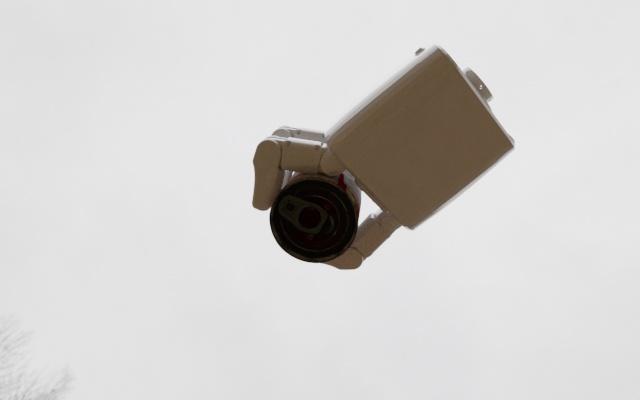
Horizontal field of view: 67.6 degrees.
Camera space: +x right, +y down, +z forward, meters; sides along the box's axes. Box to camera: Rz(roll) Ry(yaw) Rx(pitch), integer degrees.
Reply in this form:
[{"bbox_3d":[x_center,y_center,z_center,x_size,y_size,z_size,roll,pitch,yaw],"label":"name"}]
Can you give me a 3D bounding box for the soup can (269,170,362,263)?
[{"bbox_3d":[0.000,0.002,0.407,0.068,0.068,0.102,0,17,7],"label":"soup can"}]
